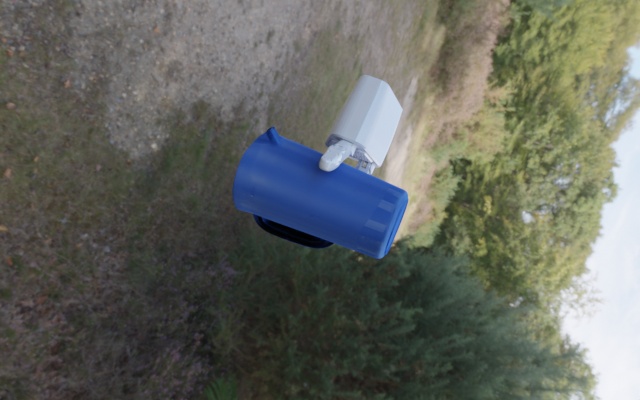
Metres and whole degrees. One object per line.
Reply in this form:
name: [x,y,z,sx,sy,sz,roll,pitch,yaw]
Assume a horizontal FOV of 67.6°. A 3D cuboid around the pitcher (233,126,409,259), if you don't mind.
pitcher: [0.000,0.002,0.725,0.243,0.145,0.149,22,-8,13]
